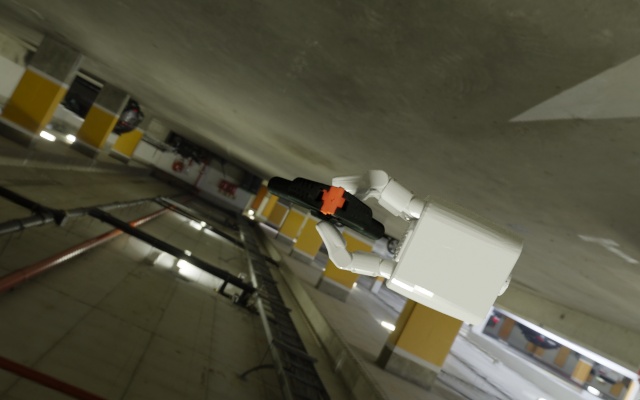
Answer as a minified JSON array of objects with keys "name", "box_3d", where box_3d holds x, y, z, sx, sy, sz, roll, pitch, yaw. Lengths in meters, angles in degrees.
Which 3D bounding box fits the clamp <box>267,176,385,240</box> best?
[{"name":"clamp","box_3d":[0.000,0.003,0.541,0.164,0.036,0.210,23,-4,7]}]
